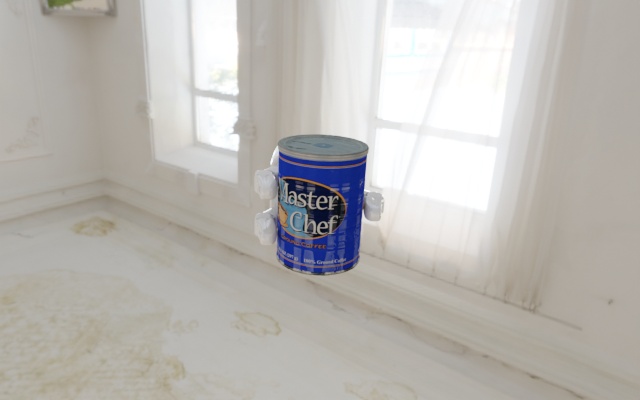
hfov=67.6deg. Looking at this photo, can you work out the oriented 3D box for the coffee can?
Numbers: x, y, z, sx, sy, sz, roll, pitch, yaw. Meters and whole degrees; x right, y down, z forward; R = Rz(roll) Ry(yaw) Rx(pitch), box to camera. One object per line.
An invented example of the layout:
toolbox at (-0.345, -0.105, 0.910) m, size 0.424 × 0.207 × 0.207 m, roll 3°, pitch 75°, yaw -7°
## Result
coffee can at (0.000, 0.002, 0.559) m, size 0.103 × 0.140 × 0.102 m, roll 3°, pitch 20°, yaw -1°
